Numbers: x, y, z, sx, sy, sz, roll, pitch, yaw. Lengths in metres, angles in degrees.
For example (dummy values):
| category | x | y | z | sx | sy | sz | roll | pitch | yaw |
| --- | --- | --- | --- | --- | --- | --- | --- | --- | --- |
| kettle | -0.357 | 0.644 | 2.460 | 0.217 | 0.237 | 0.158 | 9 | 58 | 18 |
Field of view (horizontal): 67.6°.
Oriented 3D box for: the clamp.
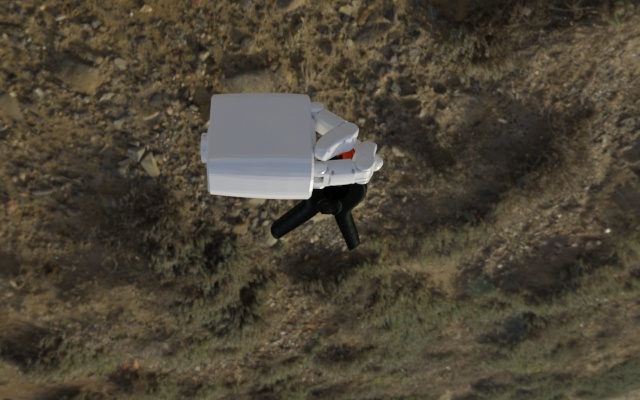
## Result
| category | x | y | z | sx | sy | sz | roll | pitch | yaw |
| --- | --- | --- | --- | --- | --- | --- | --- | --- | --- |
| clamp | 0.000 | 0.002 | 0.592 | 0.120 | 0.172 | 0.039 | 0 | 44 | -8 |
